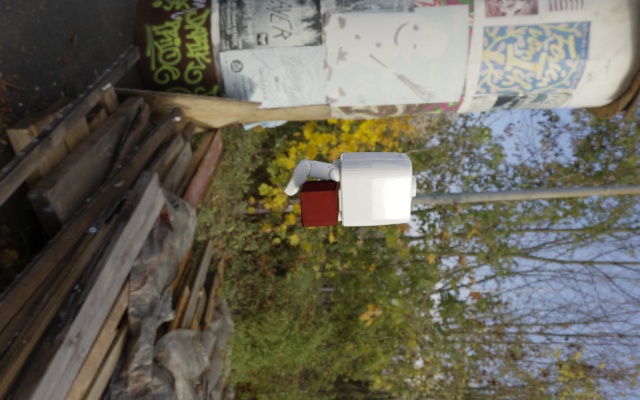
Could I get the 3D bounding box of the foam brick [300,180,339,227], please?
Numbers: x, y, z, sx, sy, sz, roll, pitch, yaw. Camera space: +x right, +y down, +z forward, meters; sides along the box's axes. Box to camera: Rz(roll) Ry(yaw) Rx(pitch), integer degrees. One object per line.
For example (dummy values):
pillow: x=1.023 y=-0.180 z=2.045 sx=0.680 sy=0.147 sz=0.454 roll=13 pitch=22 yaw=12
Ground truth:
foam brick: x=0.000 y=0.002 z=0.699 sx=0.051 sy=0.053 sz=0.078 roll=-2 pitch=15 yaw=4
